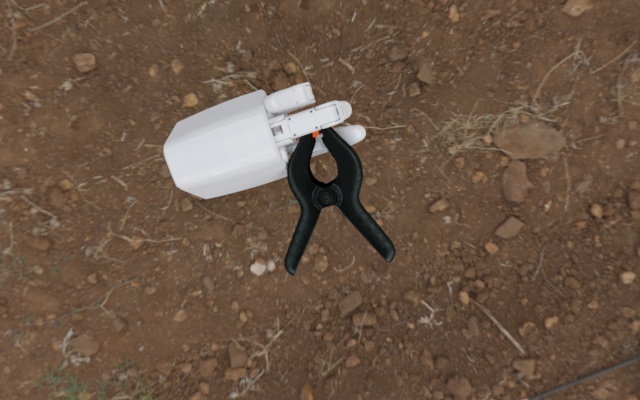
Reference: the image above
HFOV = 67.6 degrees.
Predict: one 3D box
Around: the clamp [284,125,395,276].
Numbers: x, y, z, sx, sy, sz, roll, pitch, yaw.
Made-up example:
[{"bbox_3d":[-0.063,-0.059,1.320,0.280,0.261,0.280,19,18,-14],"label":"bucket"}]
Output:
[{"bbox_3d":[0.000,0.002,0.506,0.120,0.171,0.039,-18,9,2],"label":"clamp"}]
